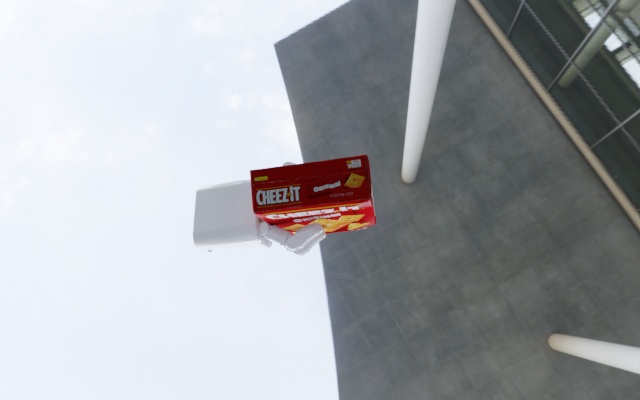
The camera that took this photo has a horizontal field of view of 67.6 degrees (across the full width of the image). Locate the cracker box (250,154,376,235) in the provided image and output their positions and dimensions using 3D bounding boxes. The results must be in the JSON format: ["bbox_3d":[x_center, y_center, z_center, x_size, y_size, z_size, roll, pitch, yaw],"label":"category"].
[{"bbox_3d":[0.000,0.002,0.736,0.164,0.072,0.214,-8,-13,7],"label":"cracker box"}]
